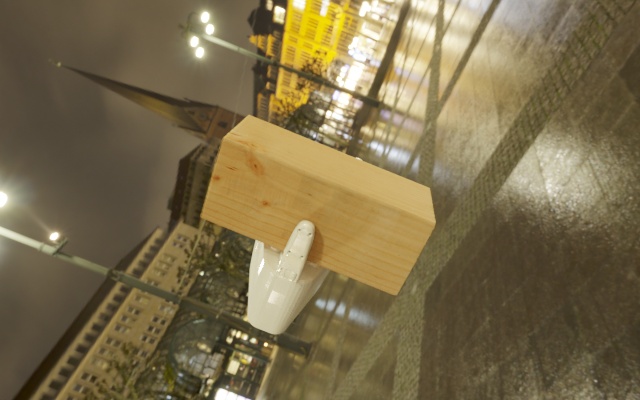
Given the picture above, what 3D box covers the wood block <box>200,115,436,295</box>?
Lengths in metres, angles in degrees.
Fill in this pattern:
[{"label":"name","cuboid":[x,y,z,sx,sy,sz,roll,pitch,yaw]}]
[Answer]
[{"label":"wood block","cuboid":[0.000,0.002,0.481,0.206,0.090,0.090,22,26,-2]}]
